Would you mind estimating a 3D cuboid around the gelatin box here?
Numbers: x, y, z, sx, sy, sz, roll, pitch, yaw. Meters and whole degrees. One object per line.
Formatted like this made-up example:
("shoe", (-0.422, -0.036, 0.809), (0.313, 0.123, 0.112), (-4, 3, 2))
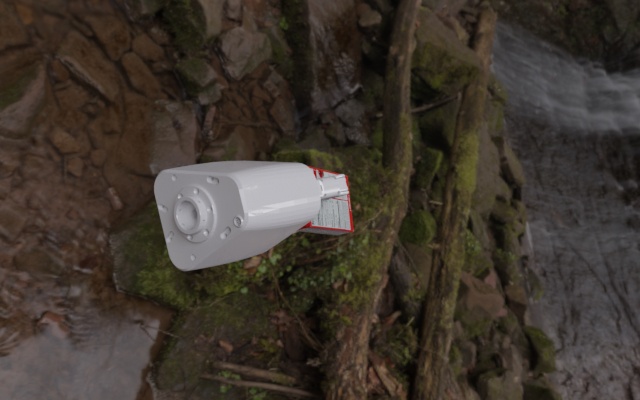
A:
("gelatin box", (0.001, 0.002, 0.571), (0.030, 0.073, 0.089), (-16, -16, 37))
